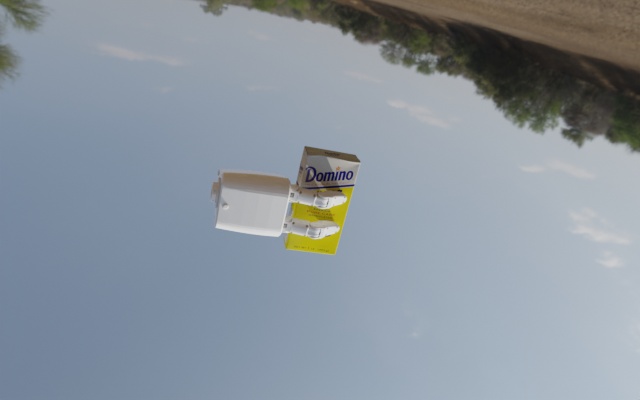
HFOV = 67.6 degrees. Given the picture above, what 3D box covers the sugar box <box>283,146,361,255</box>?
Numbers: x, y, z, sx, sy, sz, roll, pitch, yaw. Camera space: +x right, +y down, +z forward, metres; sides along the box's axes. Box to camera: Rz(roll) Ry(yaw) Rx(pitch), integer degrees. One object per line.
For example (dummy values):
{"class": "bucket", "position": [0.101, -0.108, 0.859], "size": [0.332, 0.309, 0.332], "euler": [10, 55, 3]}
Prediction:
{"class": "sugar box", "position": [0.000, 0.003, 0.809], "size": [0.093, 0.176, 0.048], "euler": [8, 24, -15]}
